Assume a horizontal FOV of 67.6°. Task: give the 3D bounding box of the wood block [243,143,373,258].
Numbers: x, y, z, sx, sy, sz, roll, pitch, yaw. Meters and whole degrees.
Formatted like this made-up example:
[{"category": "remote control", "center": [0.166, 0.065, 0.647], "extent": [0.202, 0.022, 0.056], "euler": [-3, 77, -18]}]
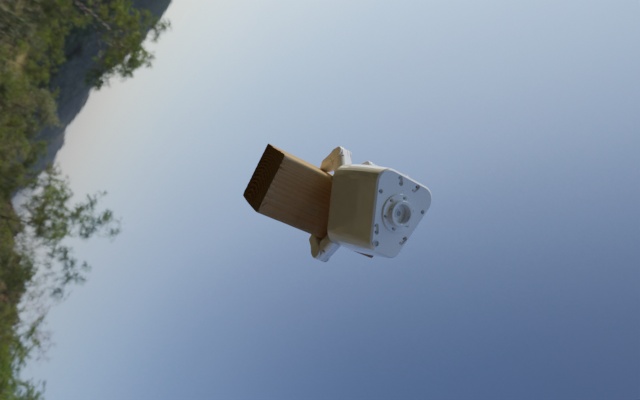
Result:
[{"category": "wood block", "center": [0.000, 0.003, 0.728], "extent": [0.206, 0.091, 0.090], "euler": [24, 6, -27]}]
